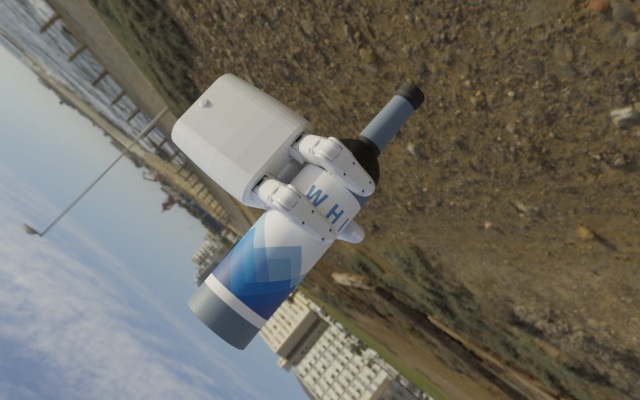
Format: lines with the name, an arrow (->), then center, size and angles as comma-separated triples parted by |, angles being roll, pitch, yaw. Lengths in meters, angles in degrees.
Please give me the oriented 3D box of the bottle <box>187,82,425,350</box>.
bottle -> 0.000, 0.002, 0.451 | 0.069, 0.295, 0.069 | 39, -11, 9
